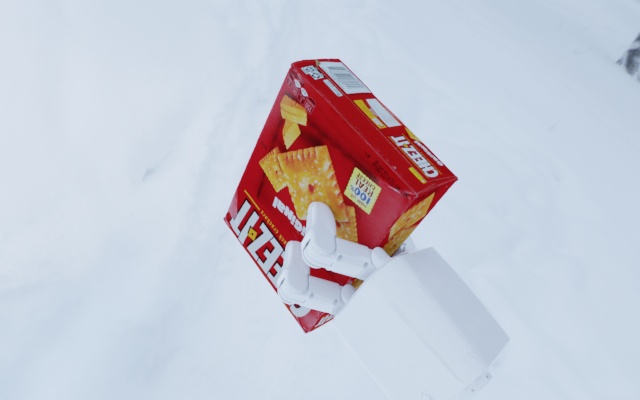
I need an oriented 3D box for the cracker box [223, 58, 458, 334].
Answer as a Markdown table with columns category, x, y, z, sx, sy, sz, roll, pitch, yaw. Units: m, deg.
| category | x | y | z | sx | sy | sz | roll | pitch | yaw |
| --- | --- | --- | --- | --- | --- | --- | --- | --- | --- |
| cracker box | 0.000 | 0.001 | 0.457 | 0.072 | 0.164 | 0.214 | -18 | -30 | -43 |
